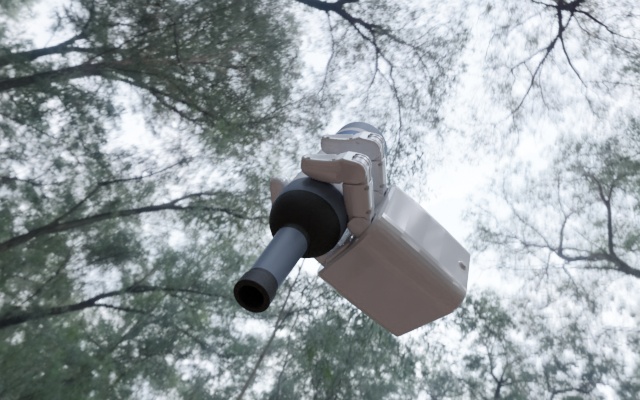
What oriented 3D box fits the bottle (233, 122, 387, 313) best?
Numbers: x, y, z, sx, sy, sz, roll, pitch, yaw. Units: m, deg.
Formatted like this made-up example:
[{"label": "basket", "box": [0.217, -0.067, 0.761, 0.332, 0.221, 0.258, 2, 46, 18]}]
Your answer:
[{"label": "bottle", "box": [0.000, 0.001, 0.445, 0.069, 0.069, 0.295, 0, 26, 21]}]
